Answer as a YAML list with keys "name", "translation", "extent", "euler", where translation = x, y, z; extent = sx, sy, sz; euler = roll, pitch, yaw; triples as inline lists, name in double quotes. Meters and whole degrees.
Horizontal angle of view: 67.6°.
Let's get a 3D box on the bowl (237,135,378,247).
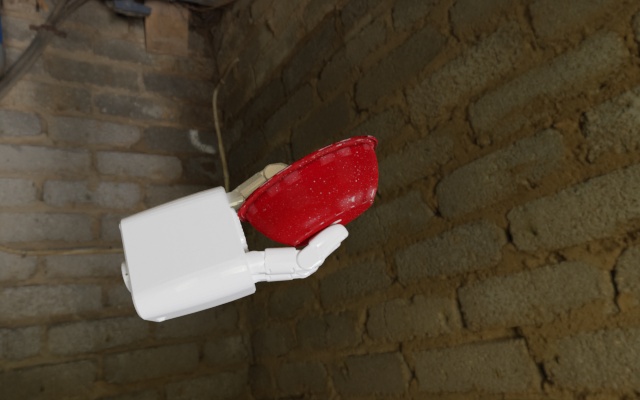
- name: "bowl"
  translation: [0.001, 0.001, 0.484]
  extent: [0.162, 0.055, 0.162]
  euler: [-29, -11, -6]
